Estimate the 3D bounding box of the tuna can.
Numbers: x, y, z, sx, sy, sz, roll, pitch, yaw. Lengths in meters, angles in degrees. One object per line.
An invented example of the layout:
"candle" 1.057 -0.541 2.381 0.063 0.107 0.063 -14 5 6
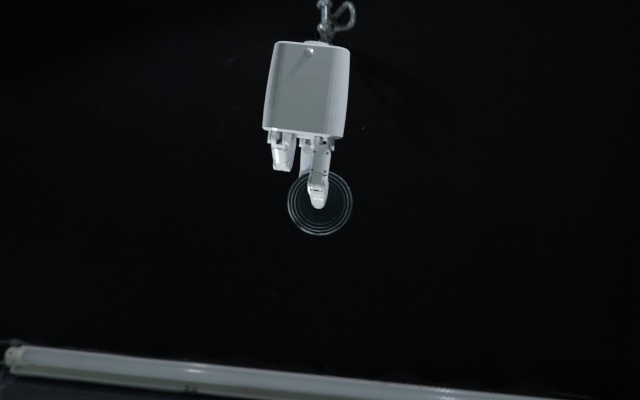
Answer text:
"tuna can" 0.000 0.002 0.641 0.086 0.086 0.034 0 3 4
